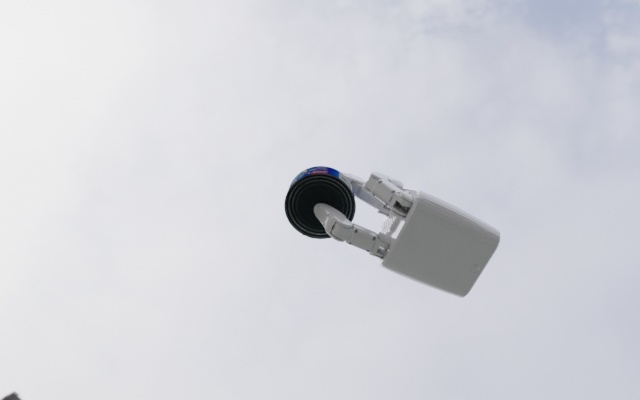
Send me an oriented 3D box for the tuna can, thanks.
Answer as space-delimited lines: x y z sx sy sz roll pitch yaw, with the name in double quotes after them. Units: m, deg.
0.000 0.002 0.585 0.086 0.086 0.033 0 23 3 "tuna can"
